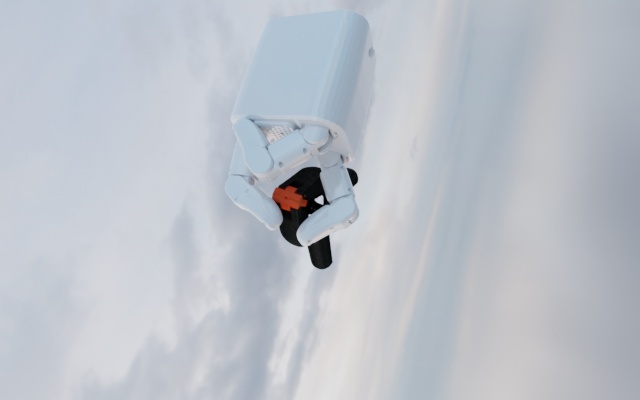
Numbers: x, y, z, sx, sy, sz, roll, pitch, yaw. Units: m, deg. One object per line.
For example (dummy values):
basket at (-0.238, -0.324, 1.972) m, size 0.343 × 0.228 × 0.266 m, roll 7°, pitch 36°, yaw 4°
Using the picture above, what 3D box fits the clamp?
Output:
clamp at (-0.001, 0.002, 0.491) m, size 0.039 × 0.120 × 0.171 m, roll 11°, pitch -14°, yaw 16°
